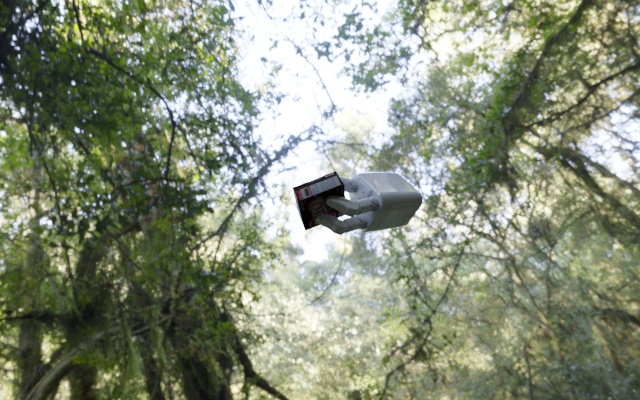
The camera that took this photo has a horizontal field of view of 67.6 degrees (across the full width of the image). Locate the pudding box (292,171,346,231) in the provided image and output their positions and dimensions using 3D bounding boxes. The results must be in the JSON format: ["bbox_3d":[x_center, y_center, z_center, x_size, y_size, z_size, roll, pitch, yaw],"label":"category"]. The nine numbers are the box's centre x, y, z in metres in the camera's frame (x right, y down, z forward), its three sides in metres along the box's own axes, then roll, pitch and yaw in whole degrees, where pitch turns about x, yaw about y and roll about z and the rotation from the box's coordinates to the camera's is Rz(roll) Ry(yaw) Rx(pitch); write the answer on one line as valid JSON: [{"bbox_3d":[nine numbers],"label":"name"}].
[{"bbox_3d":[0.000,0.003,0.893,0.090,0.039,0.114,-22,-33,-7],"label":"pudding box"}]
